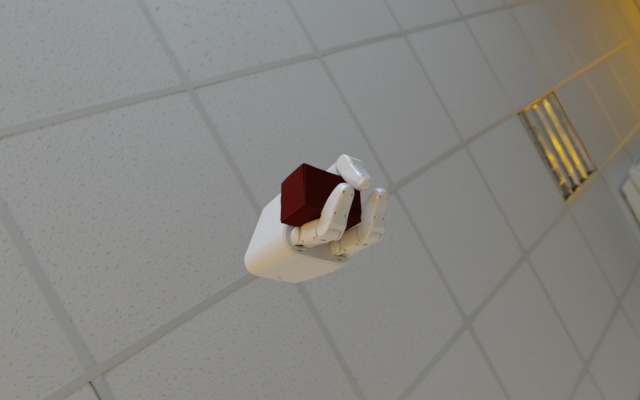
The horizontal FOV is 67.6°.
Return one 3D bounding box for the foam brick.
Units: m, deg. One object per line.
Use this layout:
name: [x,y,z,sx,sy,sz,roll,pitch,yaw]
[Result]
foam brick: [0.000,0.002,0.528,0.078,0.053,0.051,17,-33,-31]
